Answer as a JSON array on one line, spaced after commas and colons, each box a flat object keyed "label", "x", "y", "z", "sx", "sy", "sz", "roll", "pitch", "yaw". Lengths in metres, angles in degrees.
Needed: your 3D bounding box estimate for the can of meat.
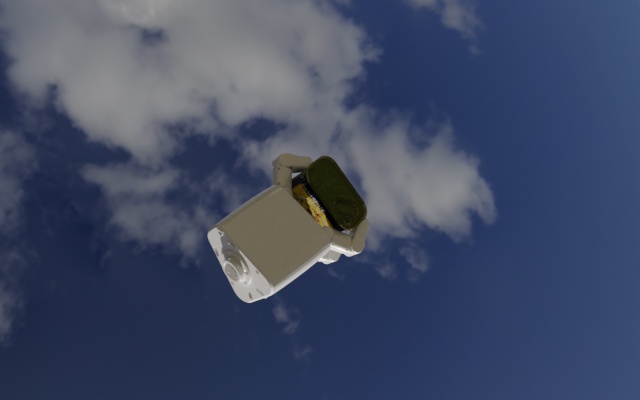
[{"label": "can of meat", "x": 0.000, "y": 0.002, "z": 0.655, "sx": 0.057, "sy": 0.102, "sz": 0.084, "roll": -40, "pitch": 7, "yaw": -39}]
